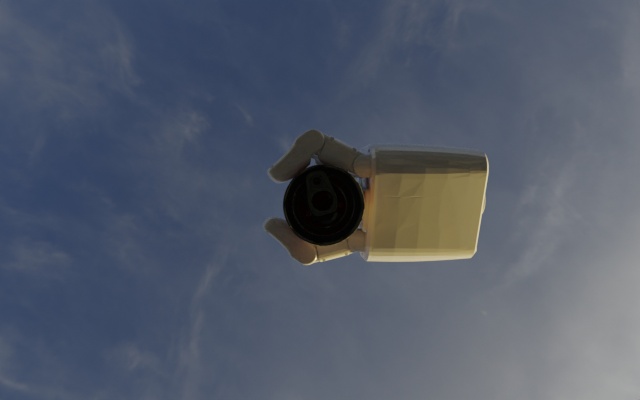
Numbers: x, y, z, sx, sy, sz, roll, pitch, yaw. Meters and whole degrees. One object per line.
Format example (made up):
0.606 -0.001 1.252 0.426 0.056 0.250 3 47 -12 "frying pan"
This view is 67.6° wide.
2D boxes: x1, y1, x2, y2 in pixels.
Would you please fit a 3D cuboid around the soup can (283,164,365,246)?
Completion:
0.000 0.002 0.443 0.068 0.068 0.102 0 3 -3 "soup can"
